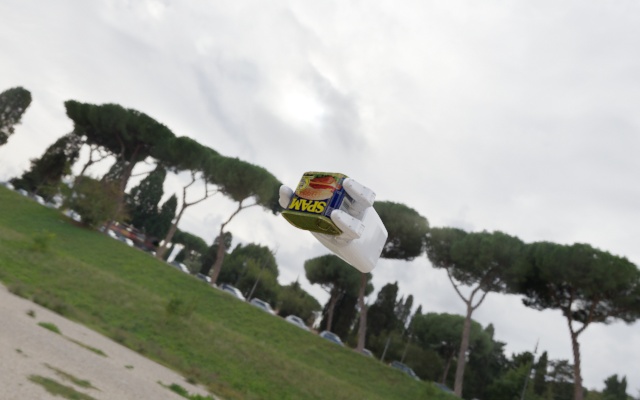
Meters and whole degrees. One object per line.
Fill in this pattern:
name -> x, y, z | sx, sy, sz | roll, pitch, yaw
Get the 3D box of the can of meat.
can of meat -> 0.000, 0.002, 0.759 | 0.102, 0.084, 0.057 | 7, -28, 39
